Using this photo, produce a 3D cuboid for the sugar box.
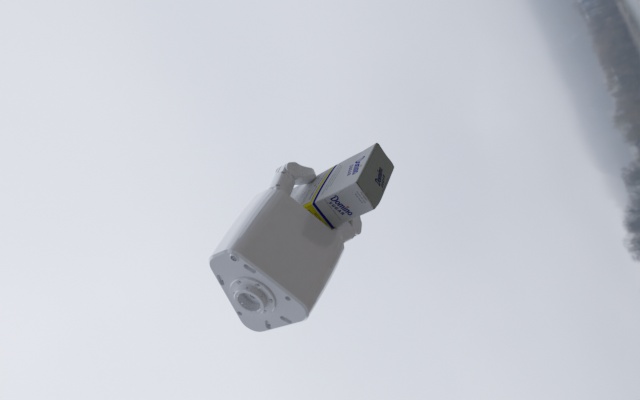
[{"bbox_3d":[0.000,0.002,0.582,0.176,0.048,0.093,-23,22,35],"label":"sugar box"}]
